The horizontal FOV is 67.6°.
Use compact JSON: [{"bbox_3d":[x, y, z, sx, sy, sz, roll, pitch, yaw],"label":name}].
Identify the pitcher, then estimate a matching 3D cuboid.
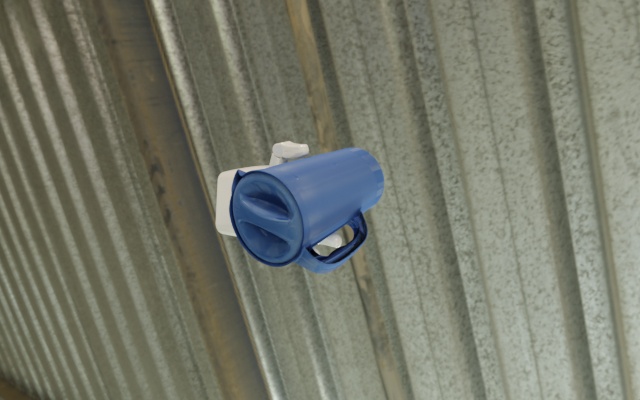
[{"bbox_3d":[0.000,0.002,0.709,0.145,0.149,0.243,0,16,38],"label":"pitcher"}]
